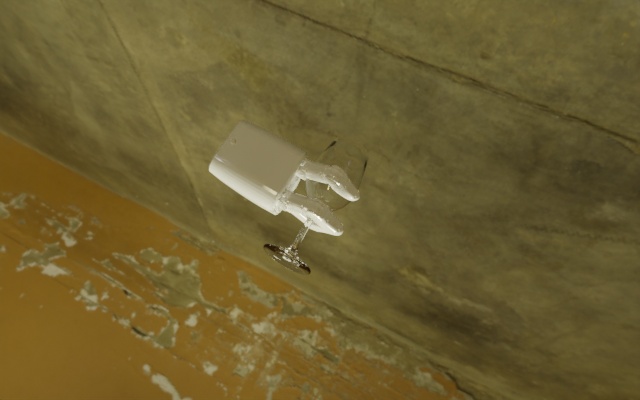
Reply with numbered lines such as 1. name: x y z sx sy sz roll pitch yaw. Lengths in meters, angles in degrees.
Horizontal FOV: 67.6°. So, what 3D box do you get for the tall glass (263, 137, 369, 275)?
1. tall glass: 0.000 0.003 0.688 0.079 0.201 0.079 26 -23 12
